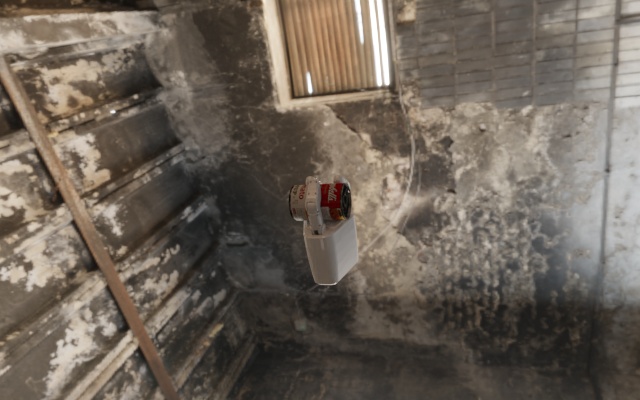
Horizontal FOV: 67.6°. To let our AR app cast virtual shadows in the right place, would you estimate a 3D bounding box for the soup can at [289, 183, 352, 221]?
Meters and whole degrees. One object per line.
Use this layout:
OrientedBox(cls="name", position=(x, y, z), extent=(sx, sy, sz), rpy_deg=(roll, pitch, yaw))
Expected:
OrientedBox(cls="soup can", position=(0.000, 0.002, 0.881), extent=(0.102, 0.068, 0.068), rpy_deg=(-2, -1, 18))
